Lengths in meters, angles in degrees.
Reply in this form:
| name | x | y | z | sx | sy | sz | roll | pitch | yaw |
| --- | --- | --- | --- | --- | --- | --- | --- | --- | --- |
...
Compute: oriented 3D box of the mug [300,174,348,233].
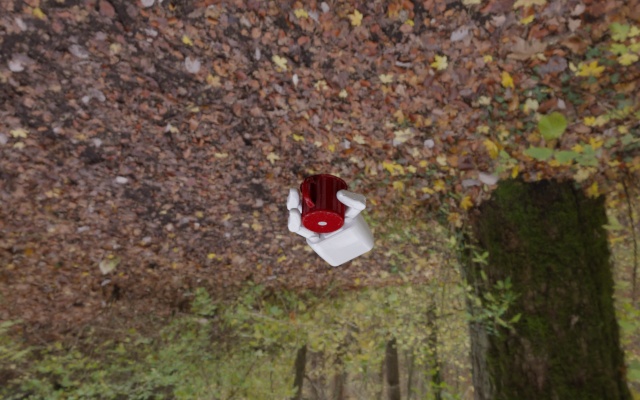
| name | x | y | z | sx | sy | sz | roll | pitch | yaw |
| --- | --- | --- | --- | --- | --- | --- | --- | --- | --- |
| mug | 0.000 | 0.002 | 0.895 | 0.093 | 0.081 | 0.117 | -15 | -37 | 22 |
